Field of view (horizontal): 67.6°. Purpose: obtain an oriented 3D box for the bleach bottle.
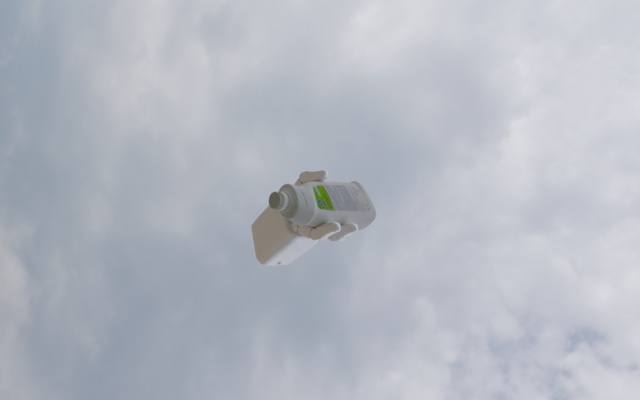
[{"bbox_3d":[0.000,0.003,0.882,0.068,0.102,0.251,-44,-30,28],"label":"bleach bottle"}]
